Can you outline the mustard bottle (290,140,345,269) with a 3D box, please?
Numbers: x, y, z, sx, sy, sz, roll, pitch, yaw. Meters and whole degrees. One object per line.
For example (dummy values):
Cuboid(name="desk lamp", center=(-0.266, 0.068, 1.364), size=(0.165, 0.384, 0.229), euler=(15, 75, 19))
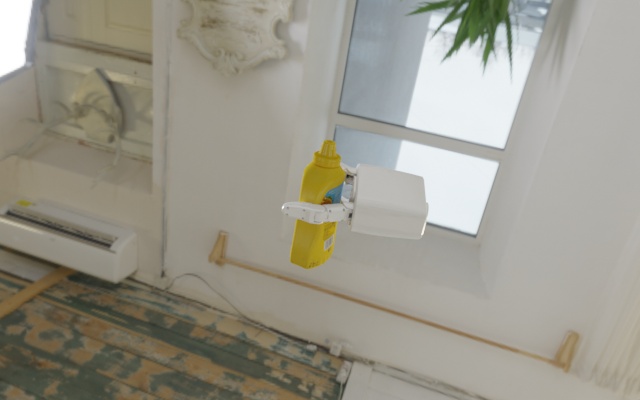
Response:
Cuboid(name="mustard bottle", center=(0.000, 0.003, 0.721), size=(0.058, 0.192, 0.096), euler=(20, 27, 22))
